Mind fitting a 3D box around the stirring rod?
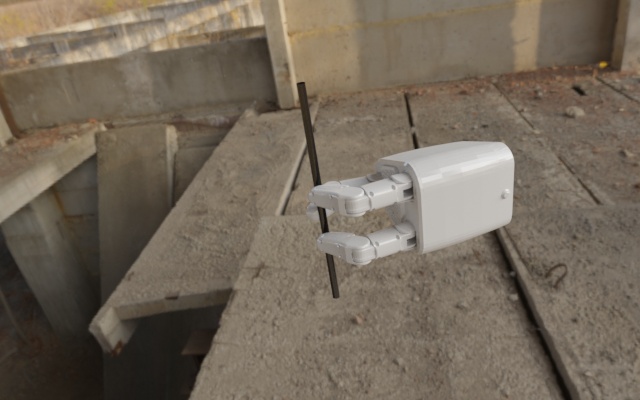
[{"bbox_3d":[0.000,0.002,0.478,0.011,0.240,0.011,-7,27,4],"label":"stirring rod"}]
